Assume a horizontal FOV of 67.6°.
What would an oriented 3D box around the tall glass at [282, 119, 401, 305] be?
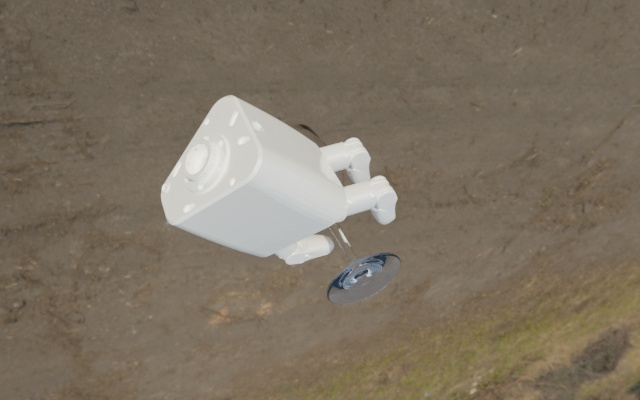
[{"bbox_3d":[0.000,0.002,0.487,0.079,0.201,0.079,-18,-38,-15],"label":"tall glass"}]
